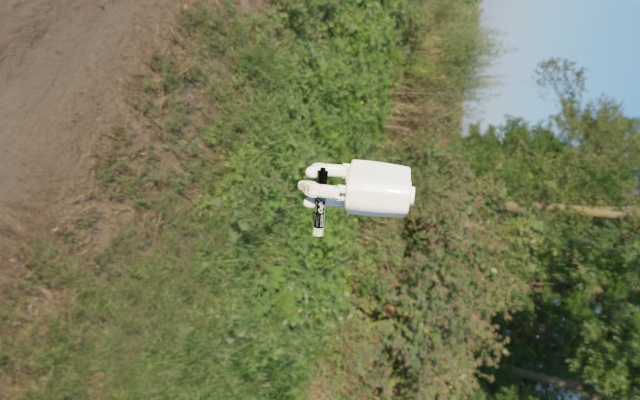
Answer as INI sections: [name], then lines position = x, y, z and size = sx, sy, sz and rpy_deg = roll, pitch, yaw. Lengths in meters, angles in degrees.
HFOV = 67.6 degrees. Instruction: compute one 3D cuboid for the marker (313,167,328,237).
[marker]
position = 0.000, 0.003, 0.827
size = 0.020, 0.121, 0.020
rpy_deg = 4, 14, -1
